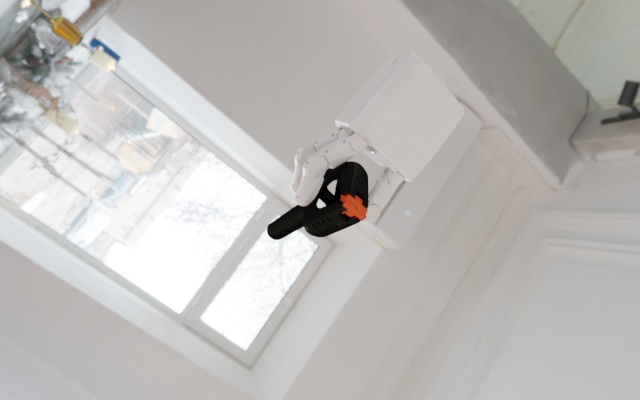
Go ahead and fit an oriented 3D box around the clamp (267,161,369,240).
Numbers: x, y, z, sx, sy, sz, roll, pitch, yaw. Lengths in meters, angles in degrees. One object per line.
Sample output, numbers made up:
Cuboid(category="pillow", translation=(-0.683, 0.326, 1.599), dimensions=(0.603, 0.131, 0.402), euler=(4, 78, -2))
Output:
Cuboid(category="clamp", translation=(0.001, 0.002, 0.559), dimensions=(0.036, 0.164, 0.210), euler=(36, 3, -17))
